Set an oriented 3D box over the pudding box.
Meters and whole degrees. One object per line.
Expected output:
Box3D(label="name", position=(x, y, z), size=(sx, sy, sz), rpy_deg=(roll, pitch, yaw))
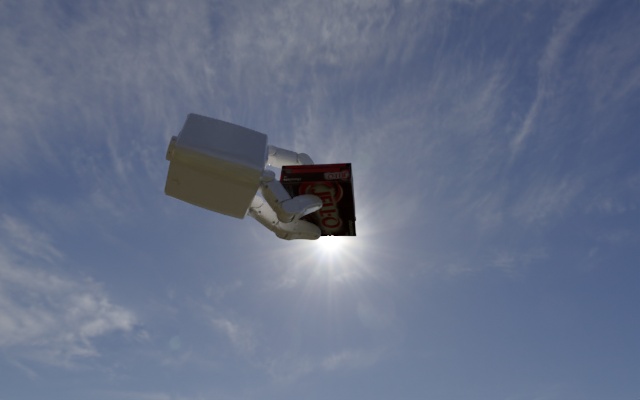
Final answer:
Box3D(label="pudding box", position=(0.000, 0.002, 0.623), size=(0.090, 0.039, 0.114), rpy_deg=(-1, -39, 8))
